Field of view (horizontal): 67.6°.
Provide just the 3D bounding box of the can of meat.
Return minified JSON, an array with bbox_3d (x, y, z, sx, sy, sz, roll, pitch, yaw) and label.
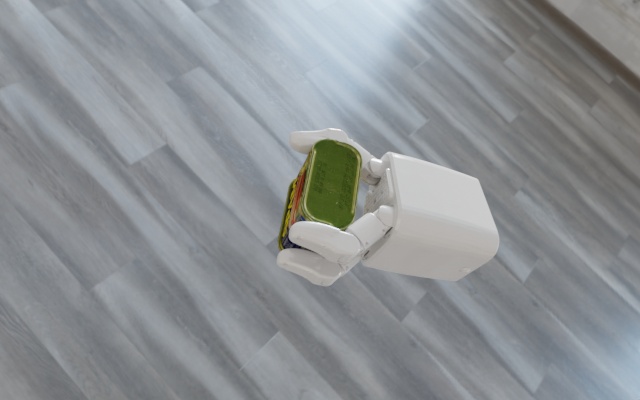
[{"bbox_3d":[0.000,0.001,0.471,0.057,0.102,0.084,16,-32,-11],"label":"can of meat"}]
